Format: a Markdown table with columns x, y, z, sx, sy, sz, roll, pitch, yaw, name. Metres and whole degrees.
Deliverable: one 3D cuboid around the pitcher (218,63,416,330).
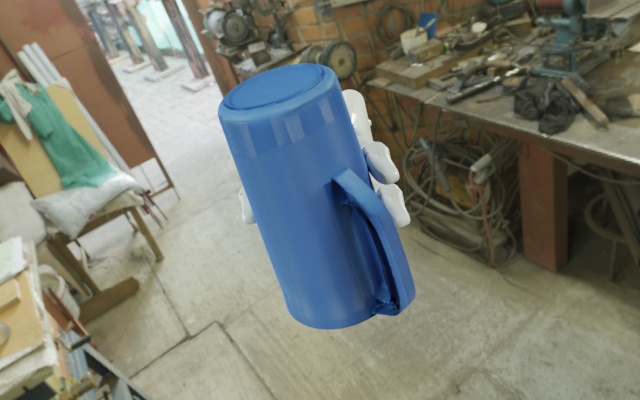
| x | y | z | sx | sy | sz | roll | pitch | yaw | name |
| --- | --- | --- | --- | --- | --- | --- | --- | --- | --- |
| 0.000 | 0.001 | 0.461 | 0.149 | 0.243 | 0.145 | -10 | 33 | 13 | pitcher |
